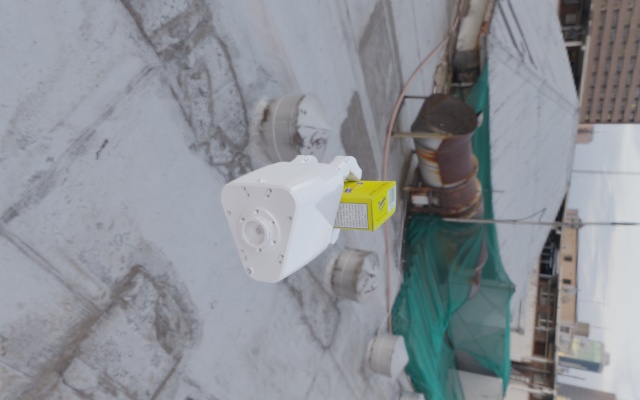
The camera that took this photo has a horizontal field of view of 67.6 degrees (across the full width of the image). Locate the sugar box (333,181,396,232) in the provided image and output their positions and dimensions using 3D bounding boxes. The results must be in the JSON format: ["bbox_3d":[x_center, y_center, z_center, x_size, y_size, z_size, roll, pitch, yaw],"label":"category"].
[{"bbox_3d":[0.000,0.002,0.613,0.176,0.048,0.093,4,16,25],"label":"sugar box"}]
